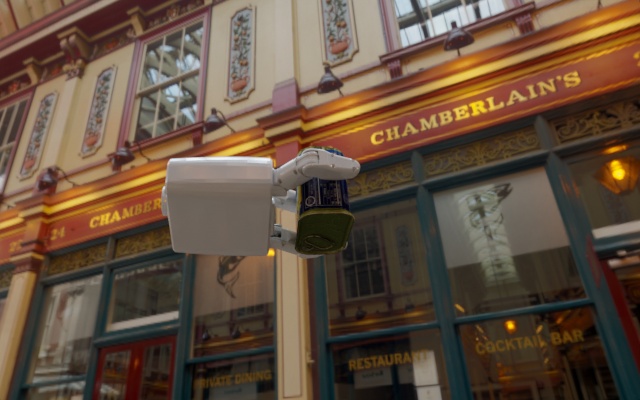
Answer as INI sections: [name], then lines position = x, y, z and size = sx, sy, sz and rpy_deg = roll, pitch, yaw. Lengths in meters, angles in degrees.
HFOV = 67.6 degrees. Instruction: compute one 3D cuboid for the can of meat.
[can of meat]
position = 0.000, 0.001, 0.528
size = 0.057, 0.084, 0.102
rpy_deg = -1, -30, -6
